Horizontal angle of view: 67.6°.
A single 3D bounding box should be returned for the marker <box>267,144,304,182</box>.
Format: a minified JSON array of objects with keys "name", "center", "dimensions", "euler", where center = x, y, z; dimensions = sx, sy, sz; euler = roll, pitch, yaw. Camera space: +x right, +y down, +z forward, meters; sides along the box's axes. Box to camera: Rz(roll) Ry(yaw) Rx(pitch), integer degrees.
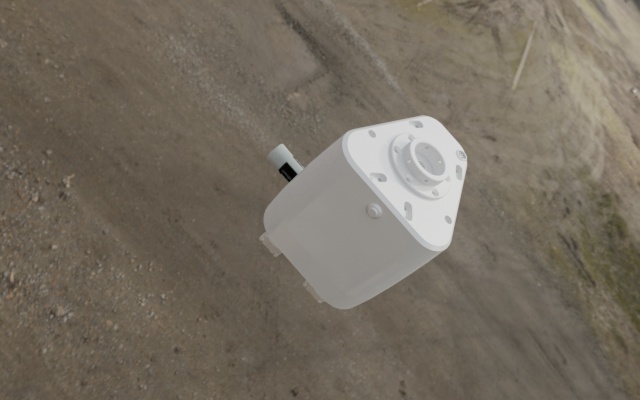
[{"name":"marker","center":[0.000,0.001,0.416],"dimensions":[0.020,0.121,0.020],"euler":[-42,0,0]}]
